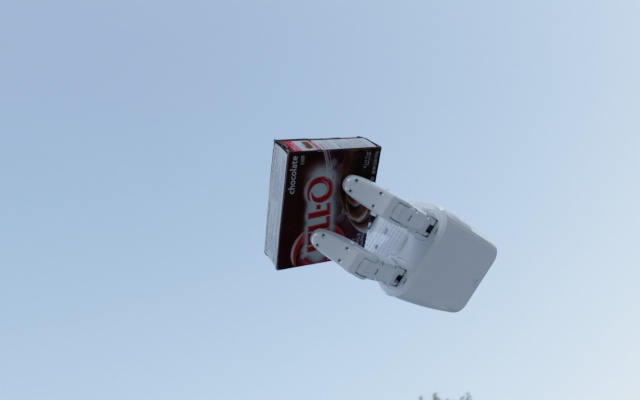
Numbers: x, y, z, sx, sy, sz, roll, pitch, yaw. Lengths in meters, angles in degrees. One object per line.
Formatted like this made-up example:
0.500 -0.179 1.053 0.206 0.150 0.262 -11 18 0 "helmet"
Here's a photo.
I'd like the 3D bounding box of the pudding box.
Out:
0.000 0.001 0.424 0.090 0.113 0.039 -7 25 -29 "pudding box"
